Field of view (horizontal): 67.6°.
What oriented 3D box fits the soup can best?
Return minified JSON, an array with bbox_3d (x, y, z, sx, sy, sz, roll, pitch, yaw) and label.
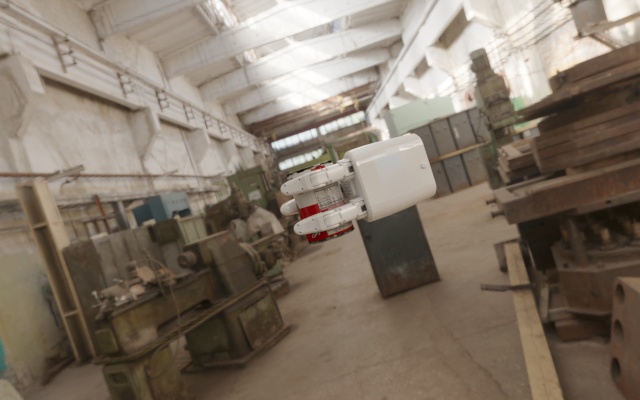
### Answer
[{"bbox_3d":[0.000,0.002,0.661,0.068,0.102,0.068,-18,3,1],"label":"soup can"}]
